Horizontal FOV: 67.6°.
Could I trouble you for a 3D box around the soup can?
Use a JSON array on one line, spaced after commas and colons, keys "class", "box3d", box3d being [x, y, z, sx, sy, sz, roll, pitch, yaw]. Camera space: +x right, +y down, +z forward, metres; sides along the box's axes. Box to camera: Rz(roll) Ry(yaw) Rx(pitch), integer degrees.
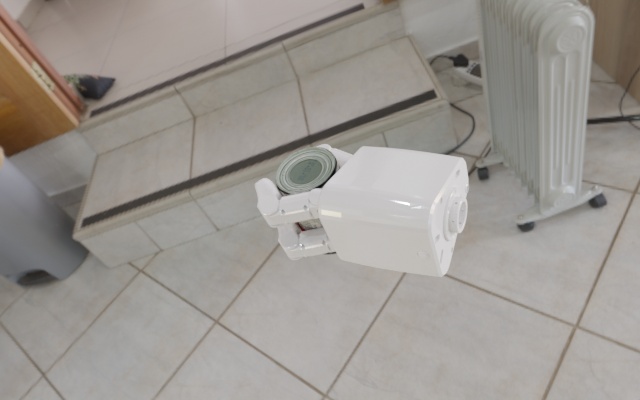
[{"class": "soup can", "box3d": [0.000, 0.001, 0.512, 0.068, 0.068, 0.102, 0, -41, 24]}]
